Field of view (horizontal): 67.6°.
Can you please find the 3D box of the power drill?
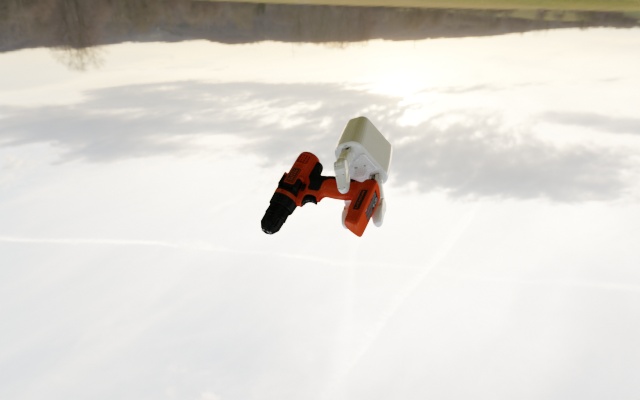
[{"bbox_3d":[0.001,0.003,0.869,0.187,0.184,0.057,18,-25,24],"label":"power drill"}]
